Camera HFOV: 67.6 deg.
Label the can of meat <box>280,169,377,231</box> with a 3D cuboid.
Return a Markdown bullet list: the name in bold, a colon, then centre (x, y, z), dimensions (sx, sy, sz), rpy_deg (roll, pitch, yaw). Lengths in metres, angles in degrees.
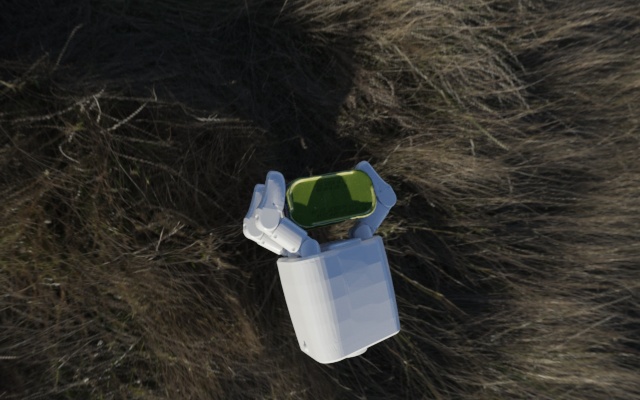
- **can of meat**: centre (0.000, 0.002, 0.522), dimensions (0.102, 0.057, 0.084), rpy_deg (-11, -3, -19)
